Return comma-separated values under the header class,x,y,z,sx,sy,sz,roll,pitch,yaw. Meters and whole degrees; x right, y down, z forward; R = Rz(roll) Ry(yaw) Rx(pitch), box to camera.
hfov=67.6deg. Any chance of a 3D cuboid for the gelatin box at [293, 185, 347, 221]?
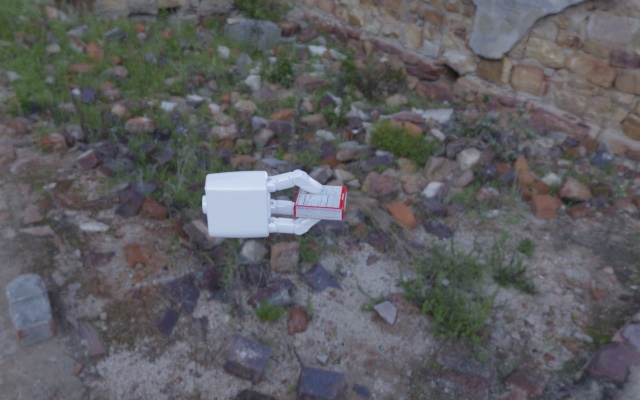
class,x,y,z,sx,sy,sz,roll,pitch,yaw
gelatin box,0.000,0.002,0.856,0.089,0.030,0.073,3,34,6
